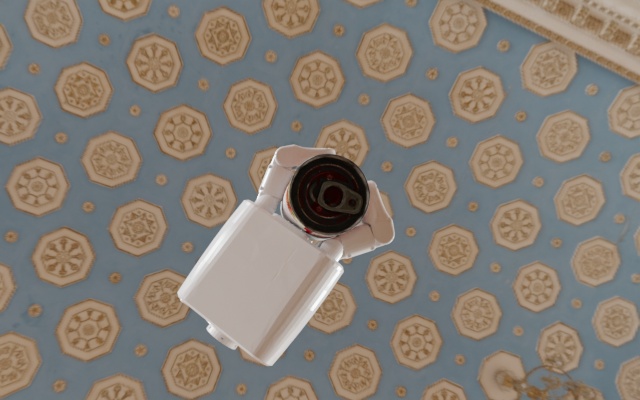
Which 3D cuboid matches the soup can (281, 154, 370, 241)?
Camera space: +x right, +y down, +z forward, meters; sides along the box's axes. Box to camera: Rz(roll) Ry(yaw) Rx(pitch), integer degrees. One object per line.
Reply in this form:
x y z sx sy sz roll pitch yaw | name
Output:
0.000 0.001 0.440 0.068 0.068 0.102 0 -7 -9 | soup can
